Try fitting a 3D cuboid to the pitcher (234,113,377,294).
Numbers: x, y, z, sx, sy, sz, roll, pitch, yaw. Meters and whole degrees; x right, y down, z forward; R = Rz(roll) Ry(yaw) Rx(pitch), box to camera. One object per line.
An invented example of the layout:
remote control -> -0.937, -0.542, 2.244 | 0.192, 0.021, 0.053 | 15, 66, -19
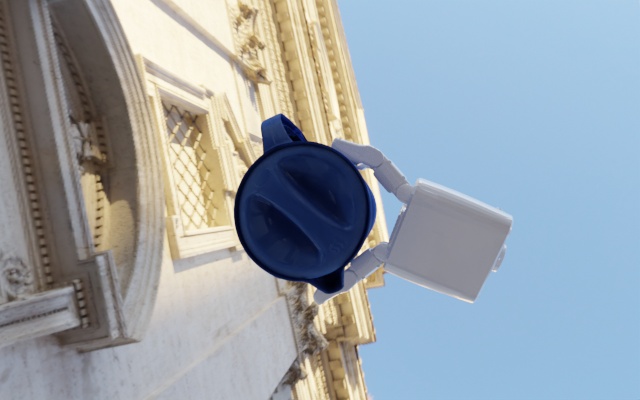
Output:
pitcher -> 0.000, 0.002, 0.559 | 0.145, 0.149, 0.243 | 22, 4, 10
